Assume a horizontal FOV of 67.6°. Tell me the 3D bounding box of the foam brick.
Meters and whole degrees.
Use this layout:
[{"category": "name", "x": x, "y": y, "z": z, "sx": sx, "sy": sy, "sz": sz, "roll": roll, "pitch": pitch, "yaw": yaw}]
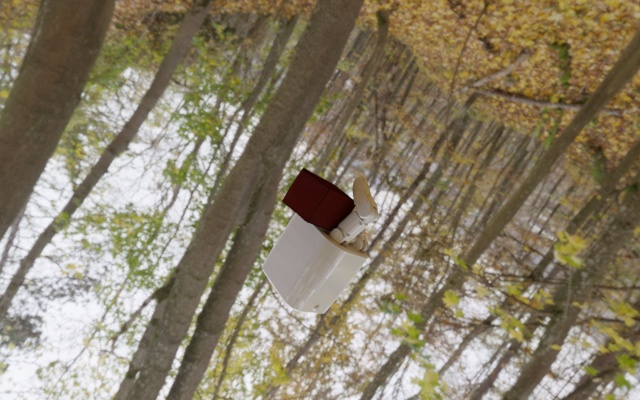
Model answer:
[{"category": "foam brick", "x": 0.000, "y": 0.002, "z": 0.612, "sx": 0.053, "sy": 0.051, "sz": 0.078, "roll": 40, "pitch": 8, "yaw": 34}]
